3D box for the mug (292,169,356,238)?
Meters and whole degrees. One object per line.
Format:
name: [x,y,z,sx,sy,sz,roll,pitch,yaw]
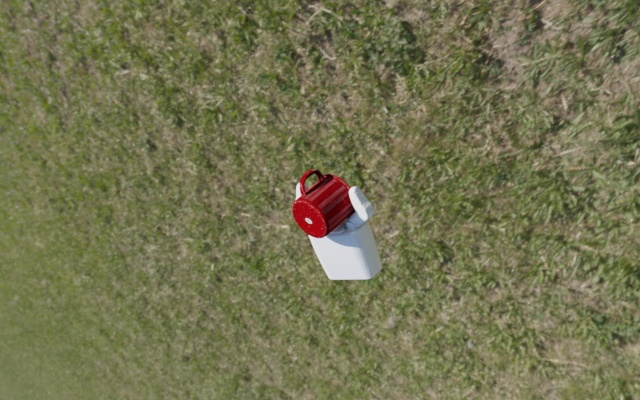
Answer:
mug: [-0.001,0.002,0.833,0.093,0.117,0.081,0,32,47]
